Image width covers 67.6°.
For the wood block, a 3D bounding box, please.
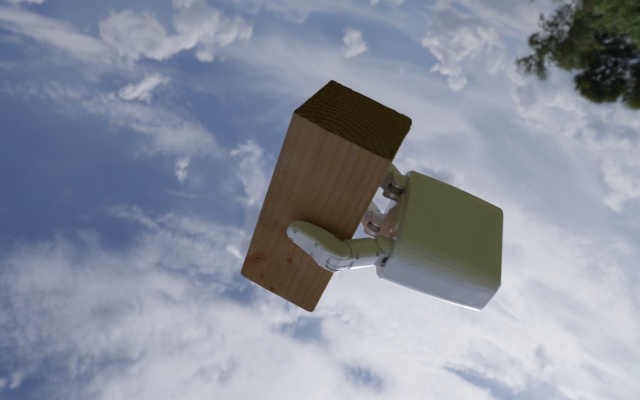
[{"bbox_3d":[0.000,0.002,0.474,0.090,0.206,0.090,28,38,6],"label":"wood block"}]
